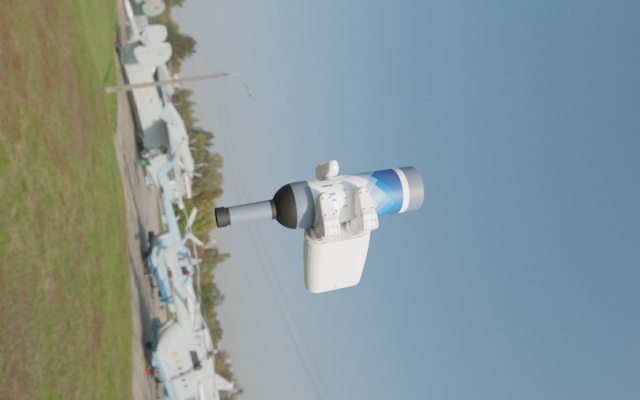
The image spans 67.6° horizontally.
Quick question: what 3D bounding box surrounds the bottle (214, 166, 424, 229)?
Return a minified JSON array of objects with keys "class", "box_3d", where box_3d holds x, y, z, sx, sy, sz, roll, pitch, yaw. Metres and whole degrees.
[{"class":"bottle","box_3d":[0.000,0.002,0.679,0.295,0.069,0.069,-9,2,-16]}]
